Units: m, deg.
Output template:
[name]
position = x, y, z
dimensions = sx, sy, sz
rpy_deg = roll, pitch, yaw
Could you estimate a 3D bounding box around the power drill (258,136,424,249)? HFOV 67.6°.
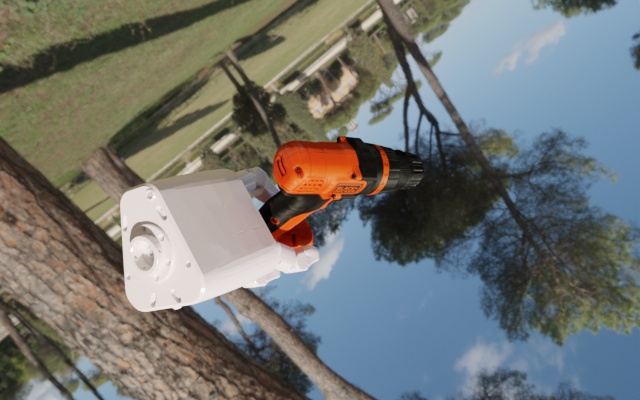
[power drill]
position = 0.000, 0.002, 0.519
dimensions = 0.184, 0.057, 0.188
rpy_deg = 1, -33, -38
